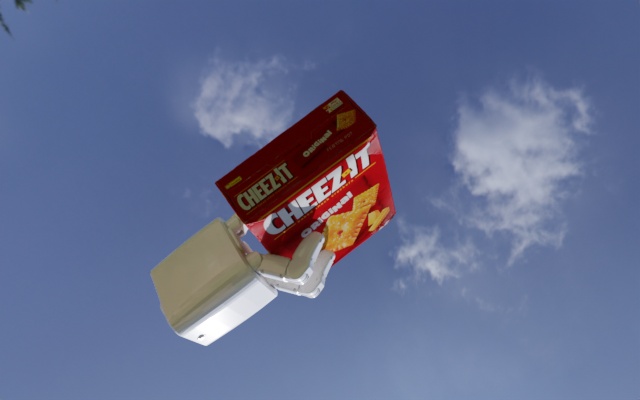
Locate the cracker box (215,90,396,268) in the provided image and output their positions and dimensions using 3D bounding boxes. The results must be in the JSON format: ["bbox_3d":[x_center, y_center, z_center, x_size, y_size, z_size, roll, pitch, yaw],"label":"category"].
[{"bbox_3d":[0.000,0.002,0.559,0.164,0.072,0.214,-38,-29,-6],"label":"cracker box"}]
